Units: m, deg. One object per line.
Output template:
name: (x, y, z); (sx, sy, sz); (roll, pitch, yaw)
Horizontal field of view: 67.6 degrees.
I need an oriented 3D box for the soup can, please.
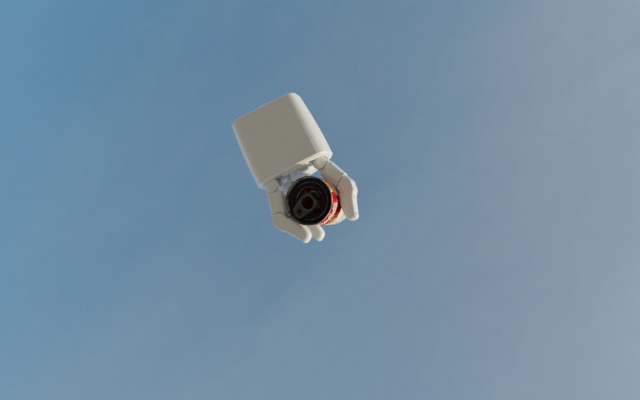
soup can: (0.001, 0.003, 0.692); (0.068, 0.068, 0.102); (0, -2, 19)
